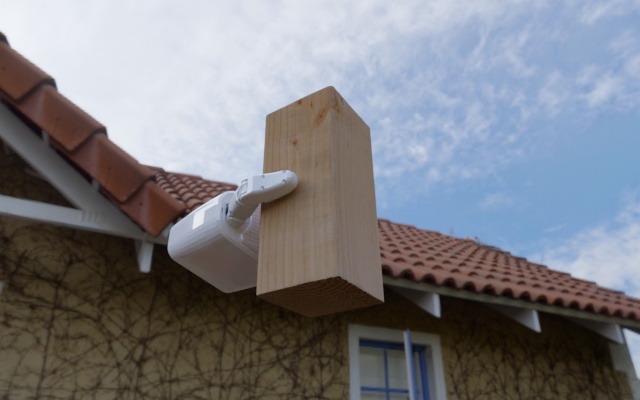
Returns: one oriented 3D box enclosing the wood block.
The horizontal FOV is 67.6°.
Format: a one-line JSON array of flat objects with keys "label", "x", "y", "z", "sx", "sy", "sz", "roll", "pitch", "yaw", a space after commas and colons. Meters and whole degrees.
[{"label": "wood block", "x": 0.000, "y": 0.001, "z": 0.488, "sx": 0.090, "sy": 0.206, "sz": 0.091, "roll": -18, "pitch": -33, "yaw": 28}]
